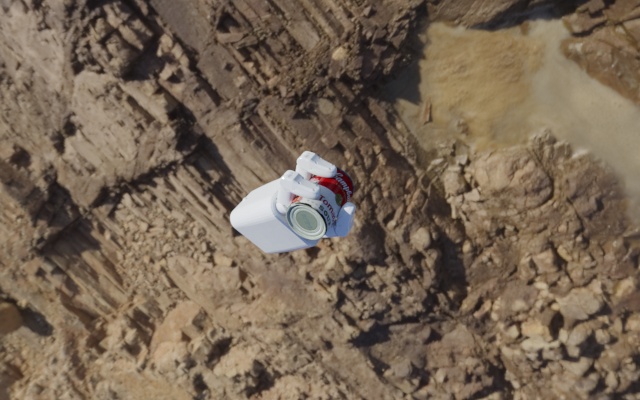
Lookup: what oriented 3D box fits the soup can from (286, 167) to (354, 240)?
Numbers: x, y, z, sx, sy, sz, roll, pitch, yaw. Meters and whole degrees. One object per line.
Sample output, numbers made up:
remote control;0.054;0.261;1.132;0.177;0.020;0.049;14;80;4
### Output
soup can;0.000;0.003;0.716;0.068;0.068;0.102;0;35;32
